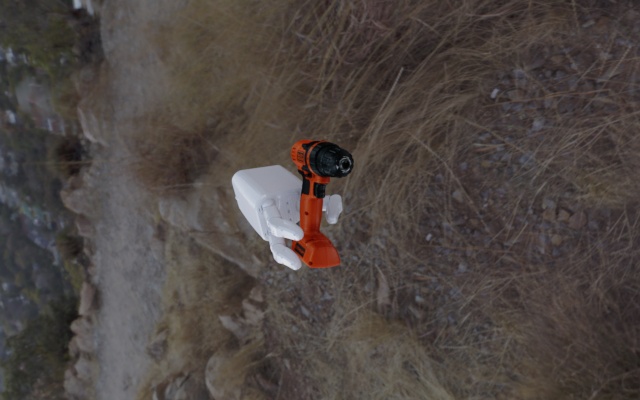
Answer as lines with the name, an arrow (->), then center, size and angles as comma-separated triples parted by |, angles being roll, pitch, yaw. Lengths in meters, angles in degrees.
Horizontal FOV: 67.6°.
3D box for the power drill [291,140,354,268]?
power drill -> 0.000, 0.003, 0.728 | 0.057, 0.188, 0.184 | -1, 11, -19
